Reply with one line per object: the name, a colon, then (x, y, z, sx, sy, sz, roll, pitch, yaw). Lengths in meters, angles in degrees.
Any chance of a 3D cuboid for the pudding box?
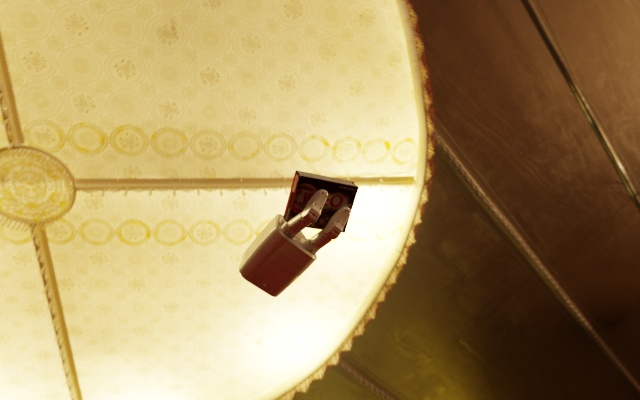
pudding box: (0.000, 0.003, 0.829, 0.113, 0.090, 0.039, 9, 20, -22)
